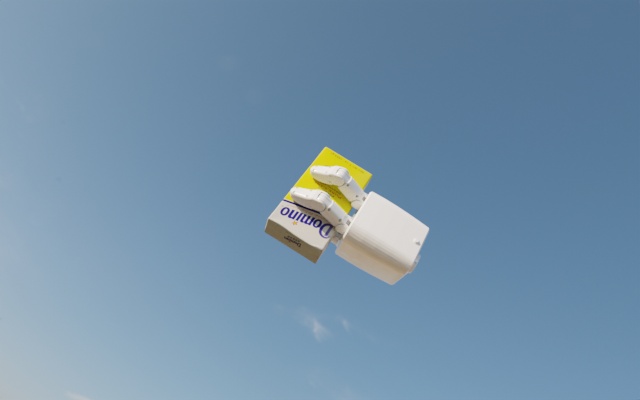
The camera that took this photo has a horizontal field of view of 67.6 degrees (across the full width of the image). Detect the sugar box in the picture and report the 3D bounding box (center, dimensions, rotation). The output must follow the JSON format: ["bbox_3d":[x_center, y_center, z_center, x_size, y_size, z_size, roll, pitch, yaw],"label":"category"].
[{"bbox_3d":[0.000,0.002,0.736,0.093,0.176,0.048,31,-39,6],"label":"sugar box"}]
